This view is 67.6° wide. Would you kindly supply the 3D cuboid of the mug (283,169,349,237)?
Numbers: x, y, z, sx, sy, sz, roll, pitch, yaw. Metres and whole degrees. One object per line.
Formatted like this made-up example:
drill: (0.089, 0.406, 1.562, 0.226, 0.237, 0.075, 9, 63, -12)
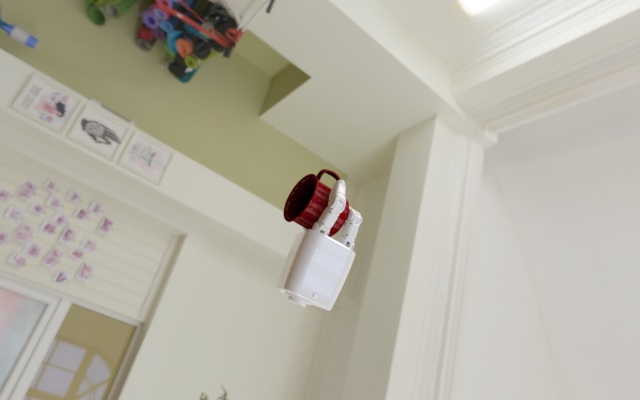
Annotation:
mug: (0.001, 0.002, 0.832, 0.081, 0.117, 0.093, 31, -15, -26)
